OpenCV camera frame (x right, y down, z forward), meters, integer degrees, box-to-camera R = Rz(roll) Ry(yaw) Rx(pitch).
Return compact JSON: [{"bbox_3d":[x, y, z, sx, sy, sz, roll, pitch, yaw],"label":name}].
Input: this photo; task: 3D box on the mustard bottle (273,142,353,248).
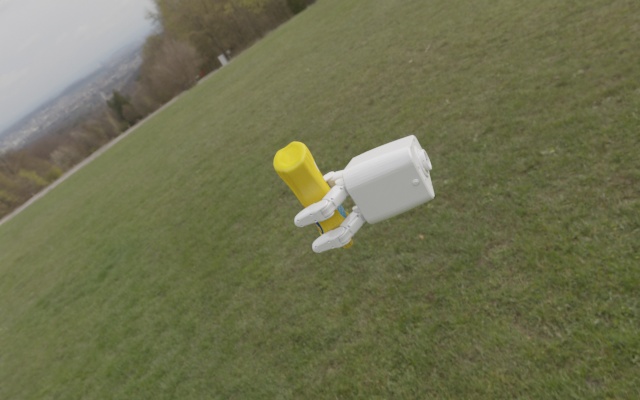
[{"bbox_3d":[0.000,0.002,0.751,0.058,0.192,0.096,-33,27,1],"label":"mustard bottle"}]
